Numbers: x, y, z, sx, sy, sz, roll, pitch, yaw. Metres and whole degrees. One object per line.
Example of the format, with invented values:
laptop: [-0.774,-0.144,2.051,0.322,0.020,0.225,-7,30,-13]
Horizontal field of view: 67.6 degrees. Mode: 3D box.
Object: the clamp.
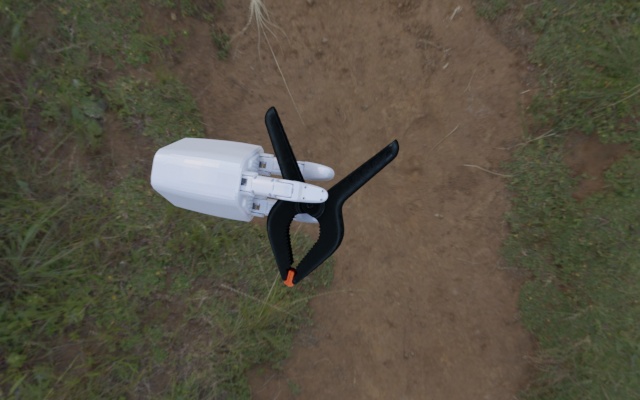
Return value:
clamp: [0.000,0.002,0.573,0.164,0.210,0.036,9,3,7]
